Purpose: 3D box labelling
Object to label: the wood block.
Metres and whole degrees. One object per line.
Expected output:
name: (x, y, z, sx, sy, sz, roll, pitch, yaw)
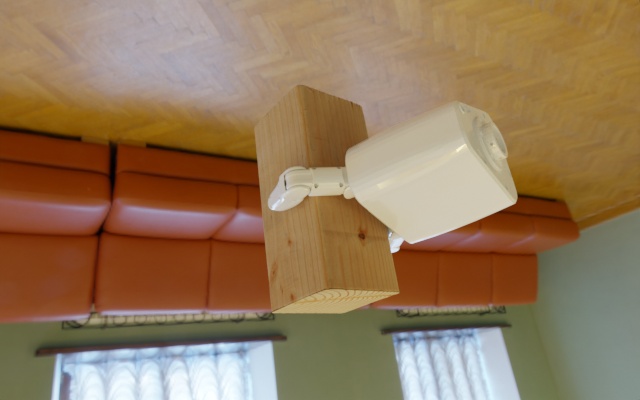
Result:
wood block: (0.000, 0.002, 0.484, 0.091, 0.206, 0.090, 10, -29, -37)
